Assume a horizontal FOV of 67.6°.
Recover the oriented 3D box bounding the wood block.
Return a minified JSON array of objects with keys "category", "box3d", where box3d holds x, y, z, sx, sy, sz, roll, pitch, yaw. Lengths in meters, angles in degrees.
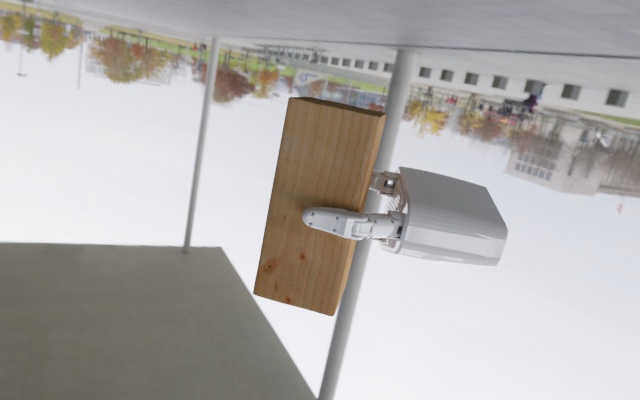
[{"category":"wood block","box3d":[0.000,0.002,0.505,0.090,0.206,0.091,14,14,8]}]
